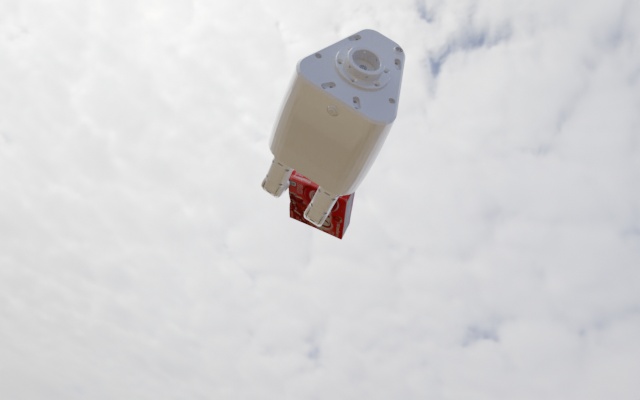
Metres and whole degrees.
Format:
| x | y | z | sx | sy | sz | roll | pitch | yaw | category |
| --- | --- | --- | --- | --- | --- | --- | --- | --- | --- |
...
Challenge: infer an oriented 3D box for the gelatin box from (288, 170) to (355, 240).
| x | y | z | sx | sy | sz | roll | pitch | yaw | category |
| --- | --- | --- | --- | --- | --- | --- | --- | --- | --- |
| 0.000 | 0.002 | 0.562 | 0.073 | 0.030 | 0.089 | 23 | -31 | 12 | gelatin box |
